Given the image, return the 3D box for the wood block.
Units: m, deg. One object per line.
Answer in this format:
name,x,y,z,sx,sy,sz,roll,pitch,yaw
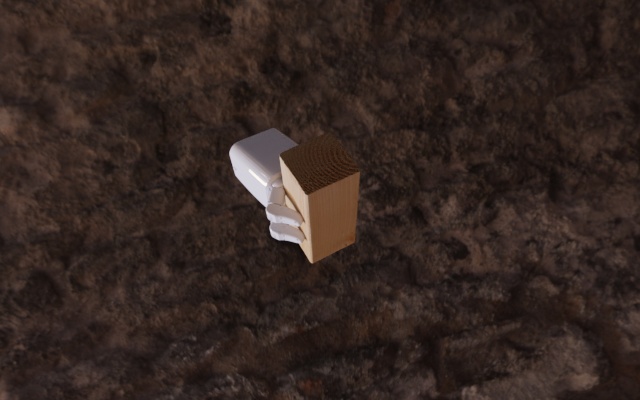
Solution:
wood block,0.000,0.002,0.771,0.091,0.090,0.206,-26,-31,-15
